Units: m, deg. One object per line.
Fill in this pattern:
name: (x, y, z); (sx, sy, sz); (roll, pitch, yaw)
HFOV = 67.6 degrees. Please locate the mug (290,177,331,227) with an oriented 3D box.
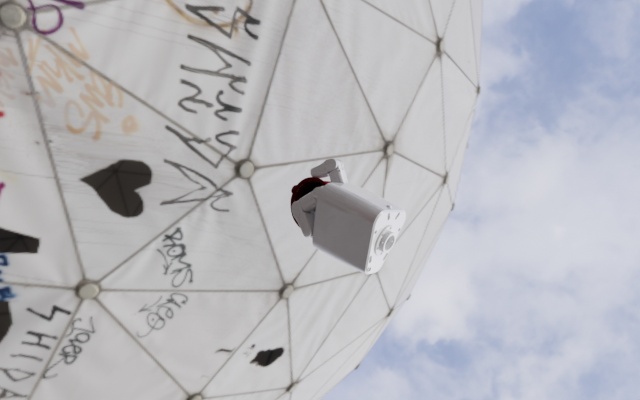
mug: (-0.001, 0.002, 0.833); (0.117, 0.093, 0.081); (28, 16, 34)
